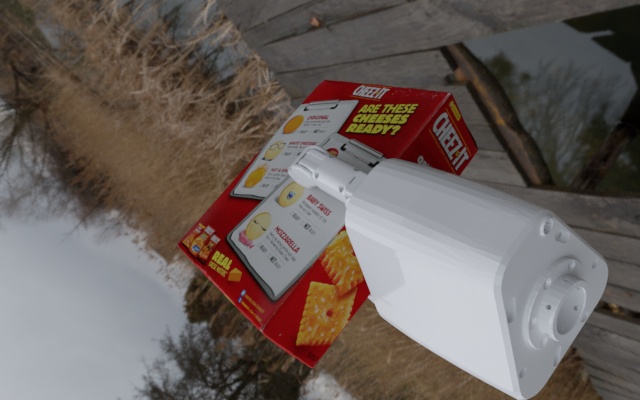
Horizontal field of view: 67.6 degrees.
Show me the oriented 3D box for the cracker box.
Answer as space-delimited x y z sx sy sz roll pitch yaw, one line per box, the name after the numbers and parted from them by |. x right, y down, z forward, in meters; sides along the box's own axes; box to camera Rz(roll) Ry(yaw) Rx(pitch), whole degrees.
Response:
0.000 0.001 0.401 0.164 0.213 0.072 25 -19 51 | cracker box
